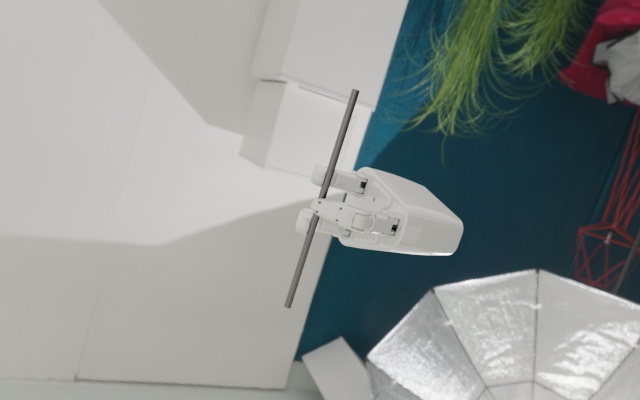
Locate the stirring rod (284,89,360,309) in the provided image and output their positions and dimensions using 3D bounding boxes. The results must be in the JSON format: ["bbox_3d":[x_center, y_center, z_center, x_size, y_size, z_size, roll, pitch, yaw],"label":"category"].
[{"bbox_3d":[0.000,0.002,0.500,0.011,0.239,0.011,17,8,-3],"label":"stirring rod"}]
